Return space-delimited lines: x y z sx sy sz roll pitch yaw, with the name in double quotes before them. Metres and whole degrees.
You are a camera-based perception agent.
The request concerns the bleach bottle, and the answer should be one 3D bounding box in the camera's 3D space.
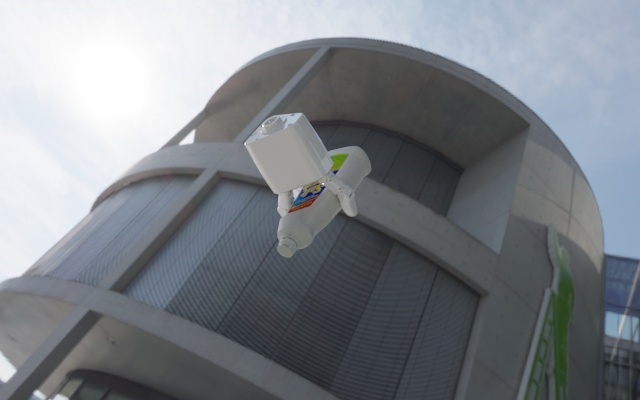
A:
"bleach bottle" 0.000 0.003 0.855 0.102 0.068 0.250 -7 36 37
